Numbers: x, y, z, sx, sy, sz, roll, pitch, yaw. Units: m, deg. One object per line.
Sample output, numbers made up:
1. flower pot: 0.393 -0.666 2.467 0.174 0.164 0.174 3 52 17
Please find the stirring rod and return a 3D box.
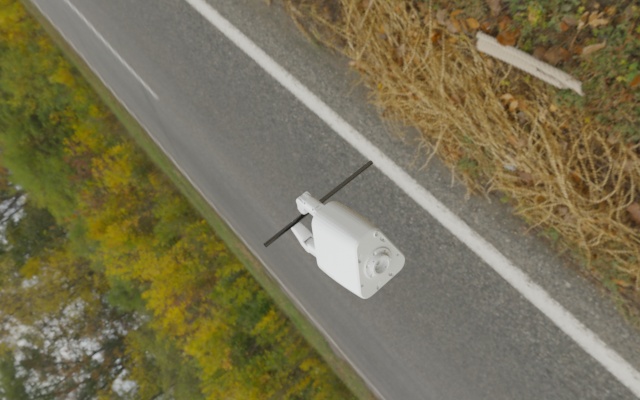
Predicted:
1. stirring rod: 0.000 0.003 0.813 0.239 0.011 0.011 -38 12 -17
